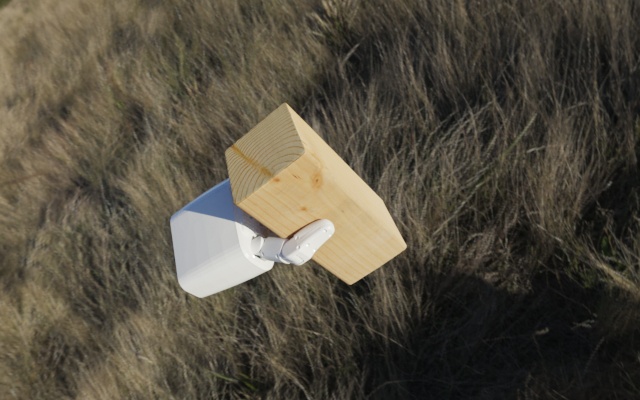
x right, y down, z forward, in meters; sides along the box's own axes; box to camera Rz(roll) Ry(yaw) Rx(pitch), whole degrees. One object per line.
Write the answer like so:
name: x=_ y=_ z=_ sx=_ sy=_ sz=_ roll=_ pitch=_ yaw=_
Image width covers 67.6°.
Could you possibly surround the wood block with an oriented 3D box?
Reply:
wood block: x=0.000 y=0.002 z=0.541 sx=0.090 sy=0.090 sz=0.206 roll=-36 pitch=-47 yaw=15
